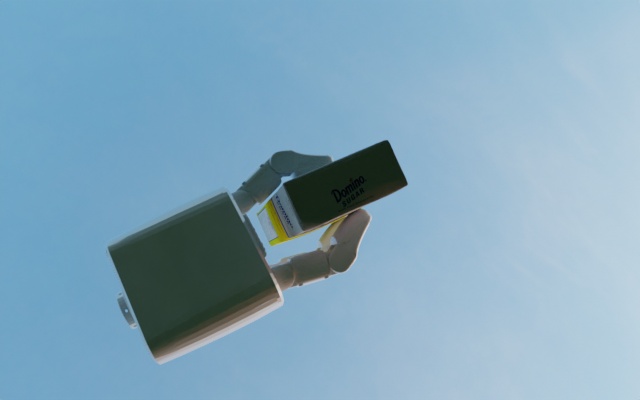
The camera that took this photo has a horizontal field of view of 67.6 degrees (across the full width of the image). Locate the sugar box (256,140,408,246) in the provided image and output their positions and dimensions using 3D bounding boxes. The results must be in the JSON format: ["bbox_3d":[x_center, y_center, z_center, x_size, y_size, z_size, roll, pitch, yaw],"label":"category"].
[{"bbox_3d":[0.000,0.002,0.434,0.093,0.048,0.176,-24,0,-15],"label":"sugar box"}]
